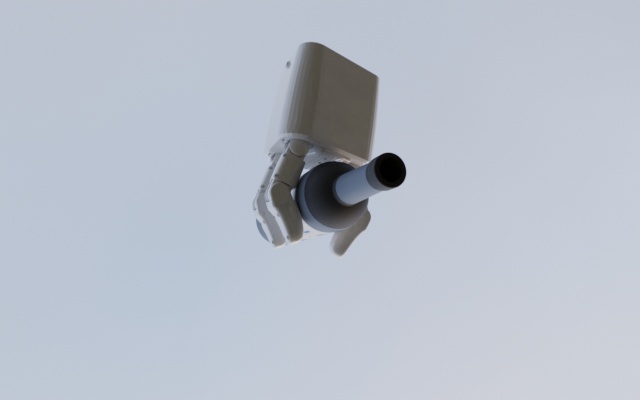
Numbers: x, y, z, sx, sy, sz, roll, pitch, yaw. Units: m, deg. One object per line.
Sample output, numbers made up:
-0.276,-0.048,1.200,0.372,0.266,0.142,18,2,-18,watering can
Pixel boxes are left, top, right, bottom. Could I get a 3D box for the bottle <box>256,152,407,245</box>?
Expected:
0.000,0.002,0.488,0.069,0.069,0.296,0,-9,-21,bottle
